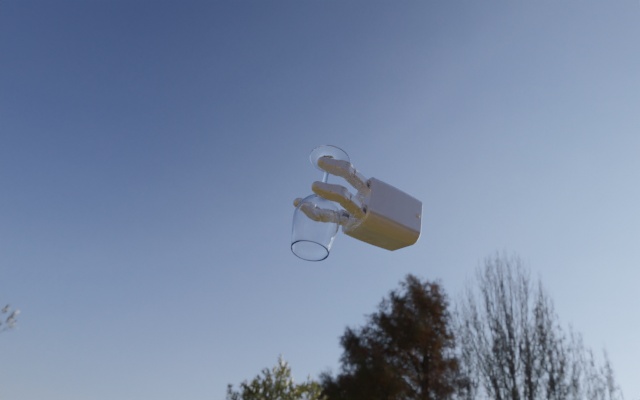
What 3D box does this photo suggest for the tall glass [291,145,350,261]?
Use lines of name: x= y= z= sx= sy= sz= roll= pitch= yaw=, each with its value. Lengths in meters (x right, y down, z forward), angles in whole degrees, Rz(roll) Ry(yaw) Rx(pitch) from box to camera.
tall glass: x=0.000 y=0.002 z=0.814 sx=0.079 sy=0.201 sz=0.079 roll=8 pitch=-37 yaw=6
